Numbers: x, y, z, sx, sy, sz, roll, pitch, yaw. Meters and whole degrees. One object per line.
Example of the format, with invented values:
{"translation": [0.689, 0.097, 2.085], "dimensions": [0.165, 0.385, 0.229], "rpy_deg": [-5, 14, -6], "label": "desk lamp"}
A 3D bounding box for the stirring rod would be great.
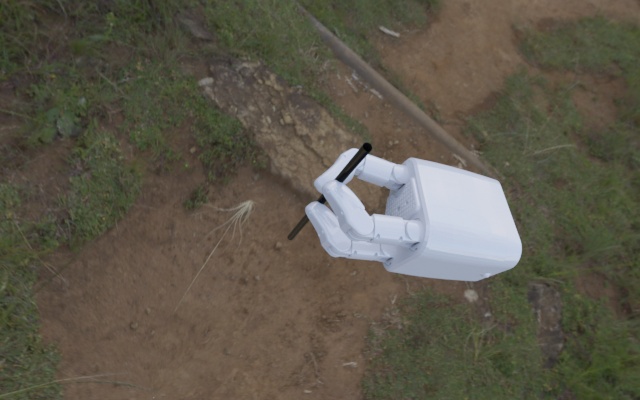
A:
{"translation": [0.000, 0.002, 0.481], "dimensions": [0.011, 0.011, 0.240], "rpy_deg": [0, -21, -19], "label": "stirring rod"}
